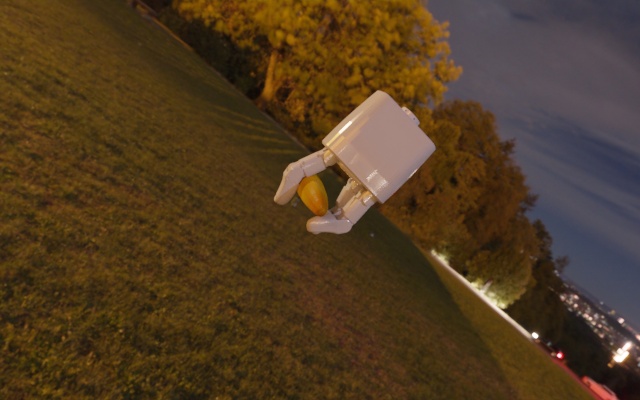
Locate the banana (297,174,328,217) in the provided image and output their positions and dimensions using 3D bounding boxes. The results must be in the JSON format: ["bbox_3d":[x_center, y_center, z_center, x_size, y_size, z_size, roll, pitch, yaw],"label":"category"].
[{"bbox_3d":[-0.011,-0.013,0.687,0.037,0.069,0.198,-35,0,0],"label":"banana"}]
